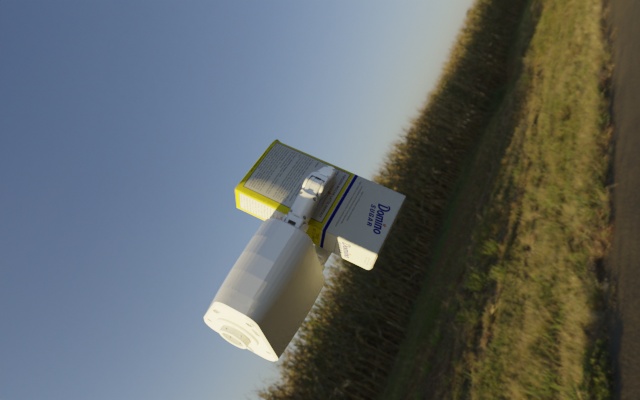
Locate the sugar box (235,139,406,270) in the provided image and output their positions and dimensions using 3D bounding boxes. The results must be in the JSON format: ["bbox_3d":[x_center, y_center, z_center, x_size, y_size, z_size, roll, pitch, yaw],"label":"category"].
[{"bbox_3d":[0.000,0.002,0.557,0.176,0.093,0.048,27,-33,10],"label":"sugar box"}]
